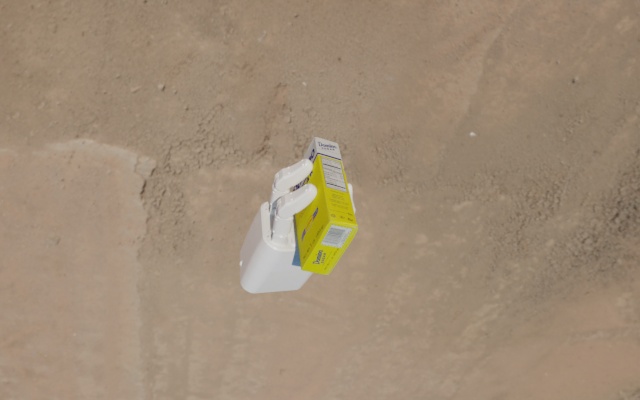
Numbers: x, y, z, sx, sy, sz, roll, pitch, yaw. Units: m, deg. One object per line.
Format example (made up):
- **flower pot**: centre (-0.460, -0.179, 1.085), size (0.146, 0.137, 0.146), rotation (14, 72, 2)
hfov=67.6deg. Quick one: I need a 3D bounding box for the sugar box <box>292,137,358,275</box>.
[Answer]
- **sugar box**: centre (0.000, 0.002, 0.644), size (0.048, 0.093, 0.176), rotation (13, 38, -23)
